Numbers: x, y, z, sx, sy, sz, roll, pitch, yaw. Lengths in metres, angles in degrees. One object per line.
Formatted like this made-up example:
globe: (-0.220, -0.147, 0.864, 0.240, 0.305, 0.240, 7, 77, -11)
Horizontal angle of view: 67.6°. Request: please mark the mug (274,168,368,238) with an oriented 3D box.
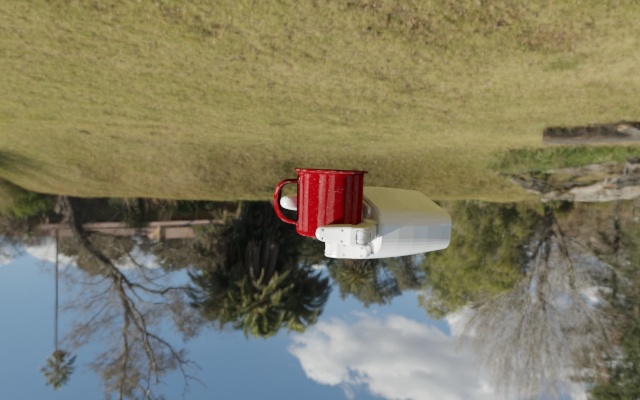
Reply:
mug: (-0.001, 0.002, 0.592, 0.117, 0.081, 0.093, 1, 5, -18)
